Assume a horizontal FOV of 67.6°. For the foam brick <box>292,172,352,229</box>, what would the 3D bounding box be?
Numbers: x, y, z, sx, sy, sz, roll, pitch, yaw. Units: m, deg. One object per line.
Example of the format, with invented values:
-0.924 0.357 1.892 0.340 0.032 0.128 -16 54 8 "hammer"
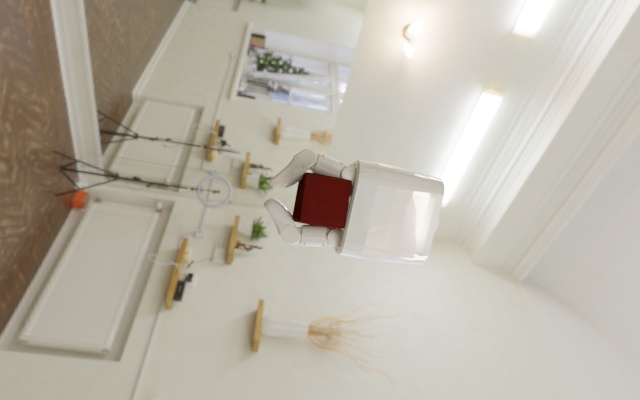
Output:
0.000 0.002 0.530 0.051 0.053 0.078 10 -4 -7 "foam brick"
